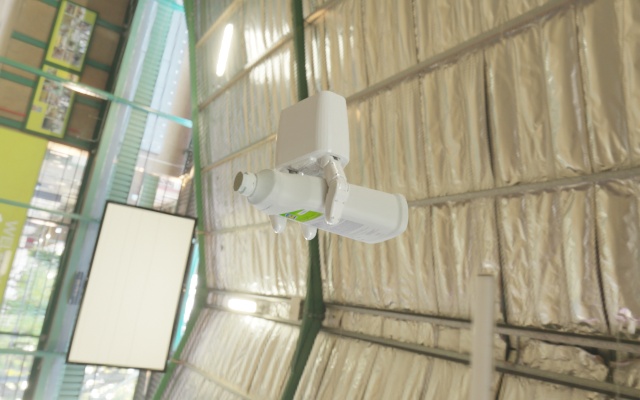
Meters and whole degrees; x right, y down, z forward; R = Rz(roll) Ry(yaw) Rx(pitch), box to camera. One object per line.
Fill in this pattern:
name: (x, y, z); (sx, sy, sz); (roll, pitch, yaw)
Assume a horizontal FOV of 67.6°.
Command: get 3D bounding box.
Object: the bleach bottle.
bleach bottle: (0.000, 0.002, 0.681); (0.251, 0.068, 0.102); (16, -28, -31)
